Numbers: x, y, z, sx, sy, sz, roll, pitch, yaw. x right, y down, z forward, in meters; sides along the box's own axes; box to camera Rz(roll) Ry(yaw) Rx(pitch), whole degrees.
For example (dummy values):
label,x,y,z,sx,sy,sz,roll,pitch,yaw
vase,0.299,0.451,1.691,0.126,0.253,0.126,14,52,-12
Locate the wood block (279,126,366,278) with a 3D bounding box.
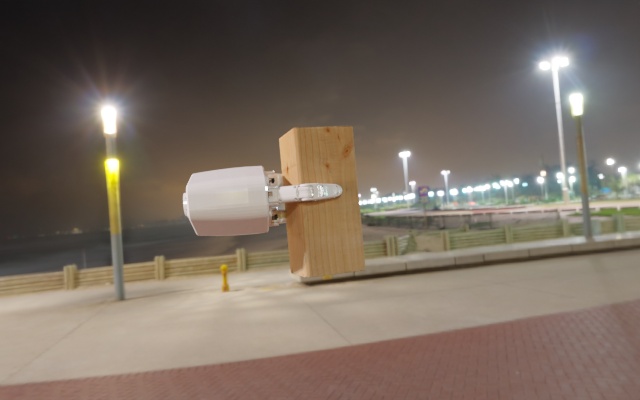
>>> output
label,x,y,z,sx,sy,sz,roll,pitch,yaw
wood block,0.000,0.002,0.701,0.090,0.206,0.091,-5,-2,-19
